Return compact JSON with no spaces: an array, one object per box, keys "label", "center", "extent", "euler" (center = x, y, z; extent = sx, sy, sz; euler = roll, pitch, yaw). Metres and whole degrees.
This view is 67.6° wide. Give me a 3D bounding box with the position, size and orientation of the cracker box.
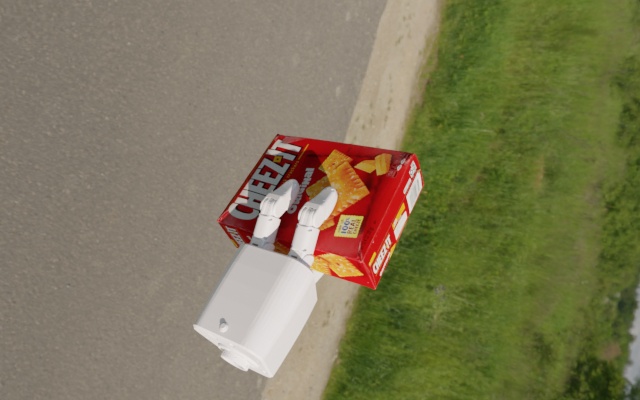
[{"label":"cracker box","center":[0.000,0.002,0.607],"extent":[0.213,0.164,0.072],"euler":[13,-33,30]}]
